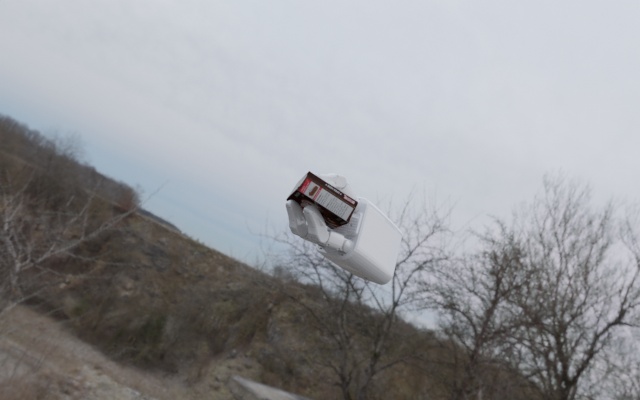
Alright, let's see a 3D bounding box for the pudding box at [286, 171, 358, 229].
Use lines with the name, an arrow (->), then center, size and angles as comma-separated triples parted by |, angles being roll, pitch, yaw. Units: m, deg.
pudding box -> 0.000, 0.002, 0.726 | 0.090, 0.039, 0.113 | 32, -15, -6
